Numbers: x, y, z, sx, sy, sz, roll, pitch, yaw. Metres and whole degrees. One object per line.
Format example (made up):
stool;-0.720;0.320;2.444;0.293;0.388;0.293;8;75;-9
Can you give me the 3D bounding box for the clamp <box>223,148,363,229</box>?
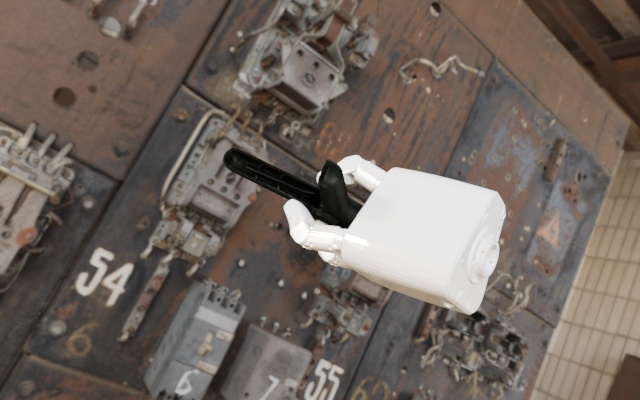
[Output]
clamp;0.001;0.001;0.530;0.164;0.036;0.210;16;-15;39
